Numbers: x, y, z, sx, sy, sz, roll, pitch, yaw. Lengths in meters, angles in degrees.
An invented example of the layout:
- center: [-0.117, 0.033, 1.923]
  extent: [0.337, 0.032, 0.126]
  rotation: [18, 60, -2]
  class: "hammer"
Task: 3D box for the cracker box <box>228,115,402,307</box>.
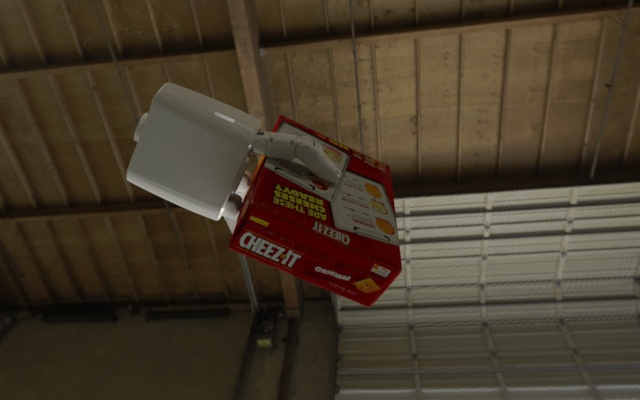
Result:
- center: [0.000, 0.002, 0.551]
  extent: [0.164, 0.072, 0.213]
  rotation: [24, 31, -11]
  class: "cracker box"
